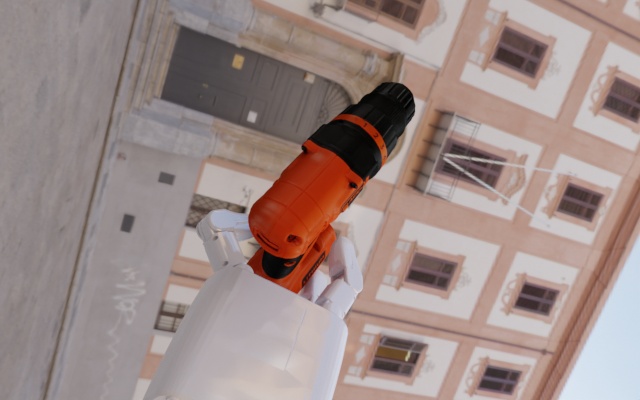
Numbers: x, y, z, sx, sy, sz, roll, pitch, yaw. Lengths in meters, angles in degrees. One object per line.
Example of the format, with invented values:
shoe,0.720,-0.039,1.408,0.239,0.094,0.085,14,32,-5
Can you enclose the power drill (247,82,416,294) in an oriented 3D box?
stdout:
power drill,0.000,0.002,0.407,0.057,0.184,0.188,38,-33,9
